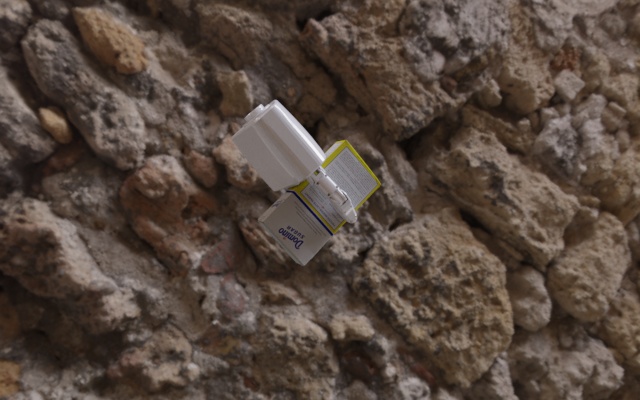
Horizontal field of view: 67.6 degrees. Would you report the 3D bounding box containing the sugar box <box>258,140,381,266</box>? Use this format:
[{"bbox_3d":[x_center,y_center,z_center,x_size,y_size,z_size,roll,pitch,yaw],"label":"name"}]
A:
[{"bbox_3d":[0.000,0.002,0.715,0.176,0.093,0.048,-44,16,-11],"label":"sugar box"}]
